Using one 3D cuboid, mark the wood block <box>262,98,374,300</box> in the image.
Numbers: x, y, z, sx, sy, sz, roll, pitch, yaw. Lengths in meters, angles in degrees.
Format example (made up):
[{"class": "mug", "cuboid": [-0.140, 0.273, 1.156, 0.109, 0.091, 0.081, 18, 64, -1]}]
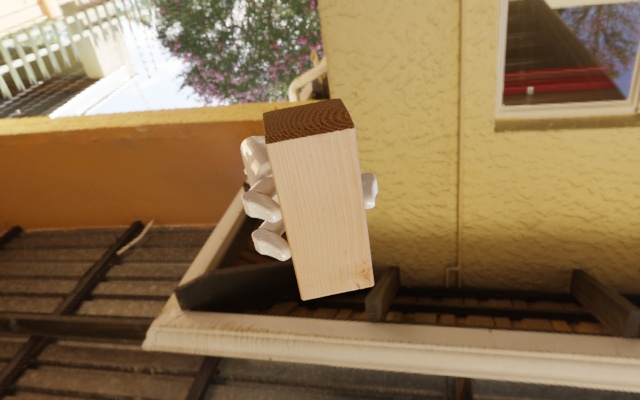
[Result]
[{"class": "wood block", "cuboid": [0.000, 0.002, 0.548, 0.091, 0.206, 0.090, -12, 32, -2]}]
